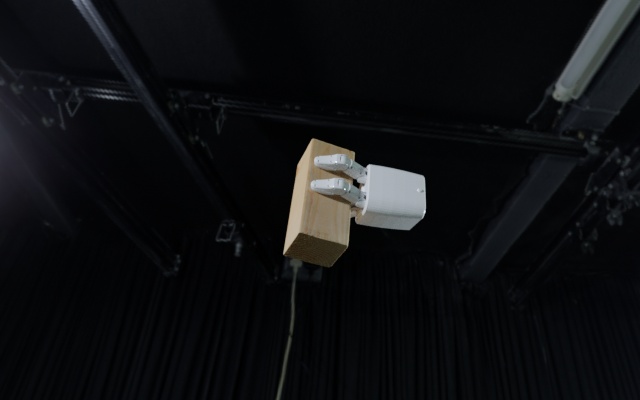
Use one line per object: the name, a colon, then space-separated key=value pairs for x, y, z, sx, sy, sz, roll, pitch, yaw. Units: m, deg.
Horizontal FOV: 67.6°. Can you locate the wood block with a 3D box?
wood block: x=0.000 y=0.003 z=0.868 sx=0.090 sy=0.206 sz=0.091 roll=16 pitch=-37 yaw=-13
